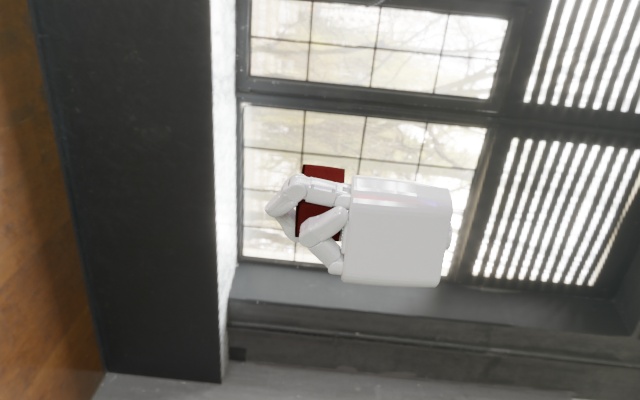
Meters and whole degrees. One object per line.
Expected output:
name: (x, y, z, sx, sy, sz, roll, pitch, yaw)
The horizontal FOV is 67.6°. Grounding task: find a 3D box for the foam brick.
foam brick: (0.000, 0.002, 0.552, 0.051, 0.053, 0.078, 5, 38, 1)
